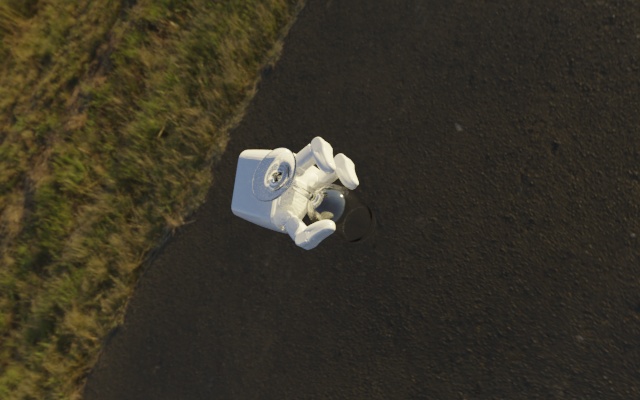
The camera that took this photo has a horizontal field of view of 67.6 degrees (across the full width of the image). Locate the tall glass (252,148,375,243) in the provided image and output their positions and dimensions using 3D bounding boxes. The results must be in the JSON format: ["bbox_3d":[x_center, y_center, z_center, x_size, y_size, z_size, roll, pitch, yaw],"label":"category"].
[{"bbox_3d":[0.000,0.002,0.674,0.079,0.079,0.201,0,-21,40],"label":"tall glass"}]
